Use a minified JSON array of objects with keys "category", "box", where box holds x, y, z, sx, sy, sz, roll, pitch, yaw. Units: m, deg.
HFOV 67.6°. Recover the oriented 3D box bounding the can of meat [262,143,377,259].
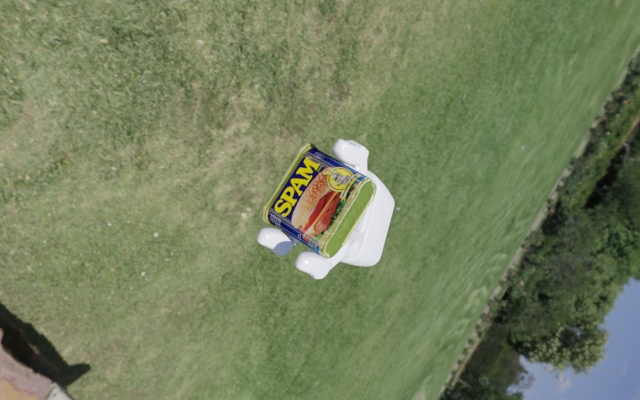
[{"category":"can of meat","box":[0.000,0.002,0.522,0.084,0.102,0.057,31,-3,24]}]
